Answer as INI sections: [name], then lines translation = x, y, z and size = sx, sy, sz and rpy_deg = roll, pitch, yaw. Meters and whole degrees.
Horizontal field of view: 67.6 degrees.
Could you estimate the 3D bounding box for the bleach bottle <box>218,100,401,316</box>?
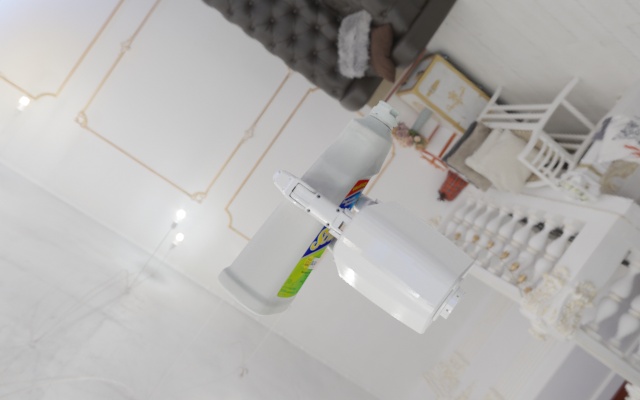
[bleach bottle]
translation = 0.000, 0.002, 0.508
size = 0.068, 0.251, 0.102
rpy_deg = 36, 2, 18
